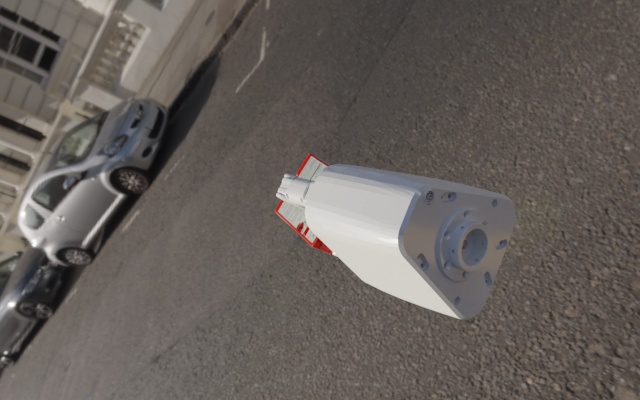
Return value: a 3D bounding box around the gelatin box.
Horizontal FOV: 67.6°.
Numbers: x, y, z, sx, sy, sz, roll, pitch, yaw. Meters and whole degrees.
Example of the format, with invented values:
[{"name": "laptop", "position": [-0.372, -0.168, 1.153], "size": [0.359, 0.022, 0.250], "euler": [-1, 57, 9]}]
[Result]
[{"name": "gelatin box", "position": [0.000, 0.001, 0.478], "size": [0.030, 0.073, 0.089], "euler": [27, 6, -38]}]
